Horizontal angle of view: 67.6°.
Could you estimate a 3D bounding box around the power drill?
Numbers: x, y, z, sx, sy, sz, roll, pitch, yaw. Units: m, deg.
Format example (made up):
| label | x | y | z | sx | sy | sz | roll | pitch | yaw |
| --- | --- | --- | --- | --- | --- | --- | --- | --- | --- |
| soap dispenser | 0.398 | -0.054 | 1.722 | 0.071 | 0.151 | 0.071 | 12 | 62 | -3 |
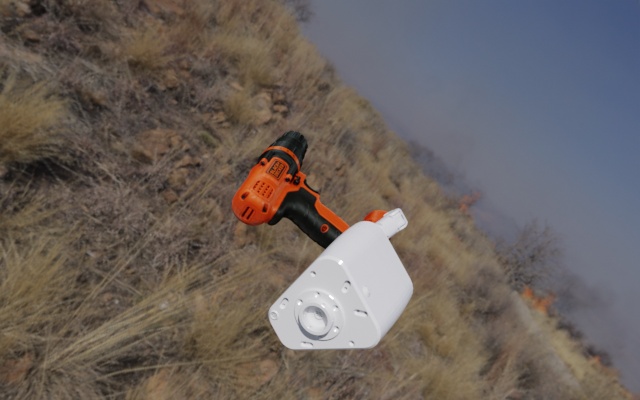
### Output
| label | x | y | z | sx | sy | sz | roll | pitch | yaw |
| --- | --- | --- | --- | --- | --- | --- | --- | --- | --- |
| power drill | 0.000 | 0.002 | 0.592 | 0.187 | 0.057 | 0.184 | 32 | 38 | -5 |
